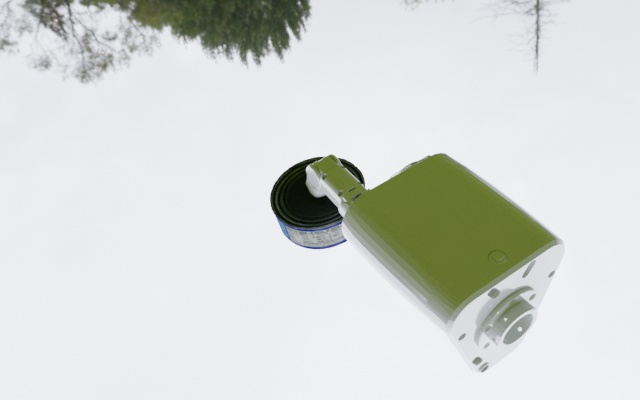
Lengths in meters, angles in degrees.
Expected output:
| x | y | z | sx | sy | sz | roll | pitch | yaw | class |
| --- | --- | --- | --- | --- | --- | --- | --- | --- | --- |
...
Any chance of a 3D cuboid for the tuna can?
| x | y | z | sx | sy | sz | roll | pitch | yaw | class |
| --- | --- | --- | --- | --- | --- | --- | --- | --- | --- |
| 0.000 | 0.002 | 0.430 | 0.086 | 0.086 | 0.034 | 0 | -41 | 16 | tuna can |
